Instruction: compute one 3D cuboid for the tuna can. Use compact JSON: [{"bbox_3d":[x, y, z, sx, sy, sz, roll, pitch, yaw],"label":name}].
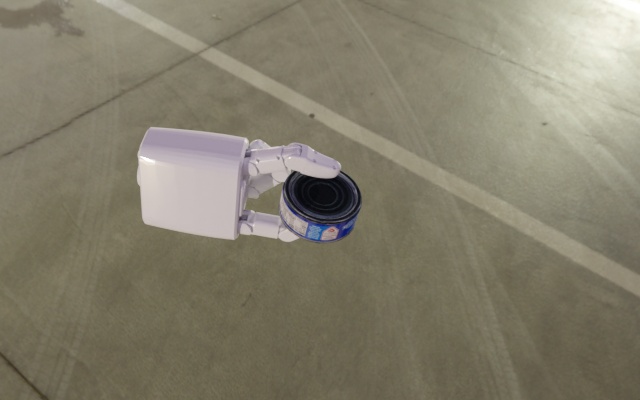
[{"bbox_3d":[0.000,0.001,0.506,0.086,0.086,0.034,0,-41,-14],"label":"tuna can"}]
